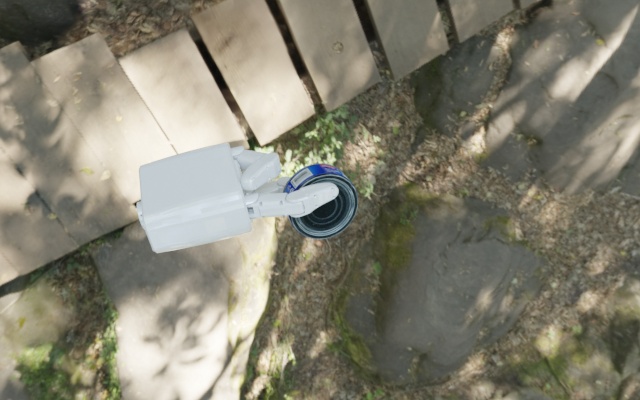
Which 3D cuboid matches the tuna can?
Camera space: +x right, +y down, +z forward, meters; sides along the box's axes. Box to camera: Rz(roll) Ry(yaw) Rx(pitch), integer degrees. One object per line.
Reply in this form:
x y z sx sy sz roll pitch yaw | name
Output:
0.000 0.002 0.559 0.086 0.086 0.033 0 24 -20 | tuna can
